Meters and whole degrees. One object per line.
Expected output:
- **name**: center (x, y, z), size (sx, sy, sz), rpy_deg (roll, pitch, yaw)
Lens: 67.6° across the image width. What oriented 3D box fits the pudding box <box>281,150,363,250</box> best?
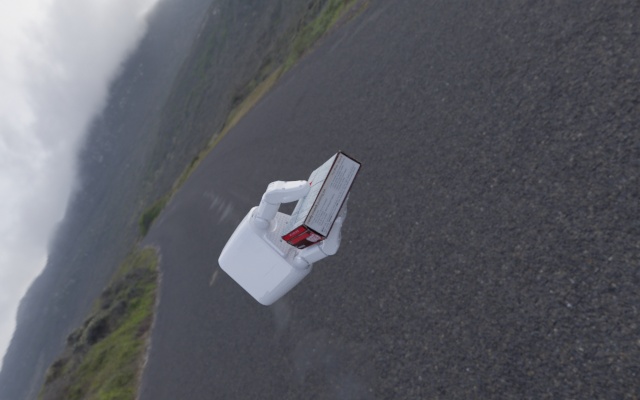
- **pudding box**: center (0.000, 0.002, 0.603), size (0.039, 0.113, 0.090), rpy_deg (30, -23, -13)
